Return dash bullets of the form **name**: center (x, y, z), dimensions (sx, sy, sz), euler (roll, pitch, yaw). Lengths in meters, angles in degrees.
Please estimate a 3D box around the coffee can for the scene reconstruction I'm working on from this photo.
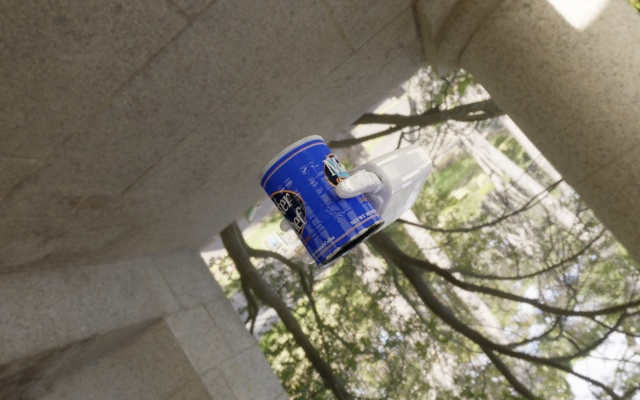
- **coffee can**: center (0.000, 0.002, 0.615), dimensions (0.103, 0.140, 0.103), euler (-34, -12, -8)
